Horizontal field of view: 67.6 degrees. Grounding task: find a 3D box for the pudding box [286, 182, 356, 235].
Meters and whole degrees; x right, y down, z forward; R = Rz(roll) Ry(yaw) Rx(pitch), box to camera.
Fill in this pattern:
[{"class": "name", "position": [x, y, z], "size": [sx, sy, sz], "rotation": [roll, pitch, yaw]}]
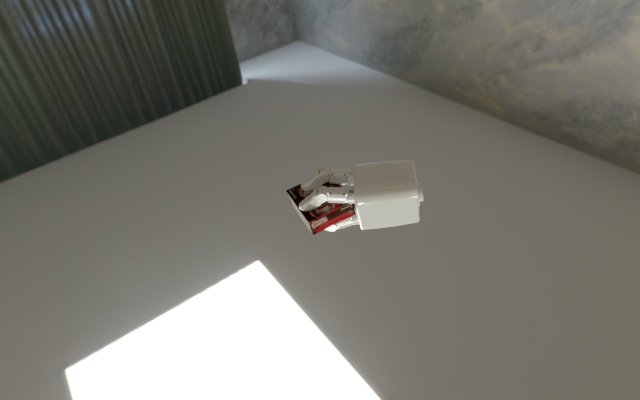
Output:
[{"class": "pudding box", "position": [0.000, 0.003, 0.869], "size": [0.090, 0.039, 0.113], "rotation": [-25, 38, -12]}]
